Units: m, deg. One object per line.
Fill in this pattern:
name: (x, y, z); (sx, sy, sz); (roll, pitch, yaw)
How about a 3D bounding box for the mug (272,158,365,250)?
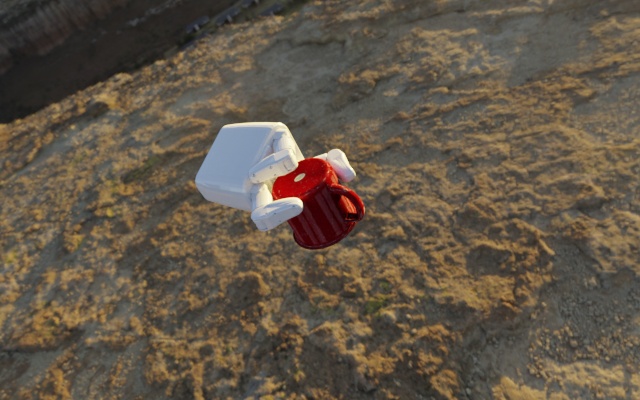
mug: (0.001, 0.002, 0.592); (0.117, 0.093, 0.081); (6, -41, 38)
